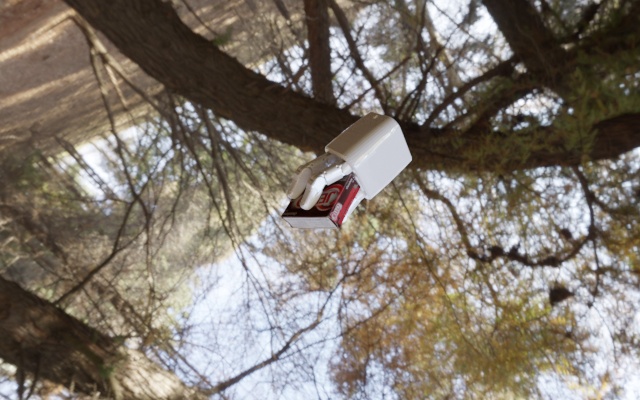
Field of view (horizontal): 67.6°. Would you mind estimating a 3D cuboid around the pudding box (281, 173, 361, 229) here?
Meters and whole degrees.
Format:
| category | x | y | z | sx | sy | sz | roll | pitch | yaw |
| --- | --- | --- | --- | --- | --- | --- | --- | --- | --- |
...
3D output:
| category | x | y | z | sx | sy | sz | roll | pitch | yaw |
| --- | --- | --- | --- | --- | --- | --- | --- | --- | --- |
| pudding box | 0.000 | 0.003 | 0.791 | 0.113 | 0.090 | 0.039 | -5 | -44 | 45 |
